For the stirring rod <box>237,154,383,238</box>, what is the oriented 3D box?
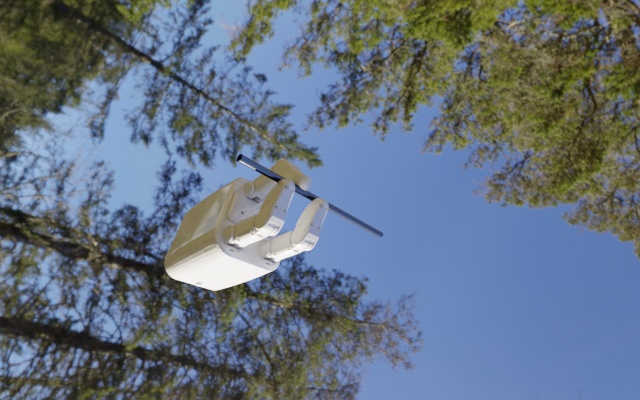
[{"bbox_3d":[0.000,0.002,0.542,0.011,0.011,0.240,0,-21,44],"label":"stirring rod"}]
